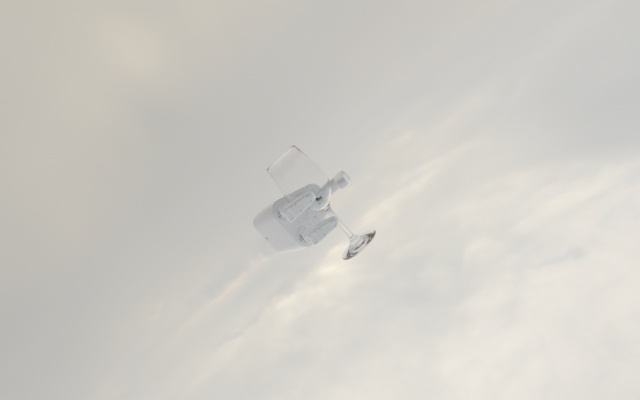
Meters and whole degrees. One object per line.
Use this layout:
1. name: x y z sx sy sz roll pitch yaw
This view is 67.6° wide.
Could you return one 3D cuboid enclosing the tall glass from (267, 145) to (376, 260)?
1. tall glass: 0.001 0.003 0.796 0.079 0.201 0.079 -40 10 9
